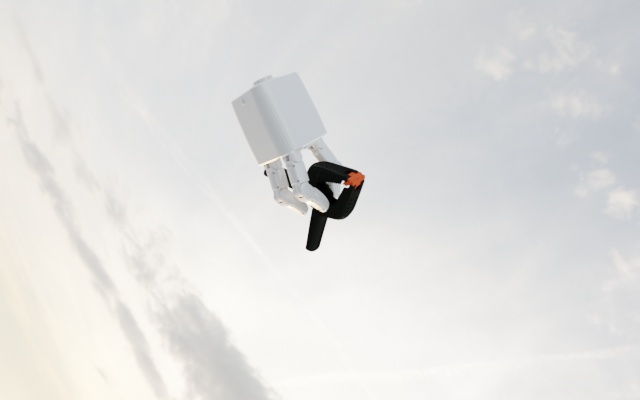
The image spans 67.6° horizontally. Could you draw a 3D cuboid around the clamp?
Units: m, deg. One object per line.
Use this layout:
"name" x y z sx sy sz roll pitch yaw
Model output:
"clamp" 0.001 0.002 0.746 0.036 0.164 0.210 -33 12 -35
